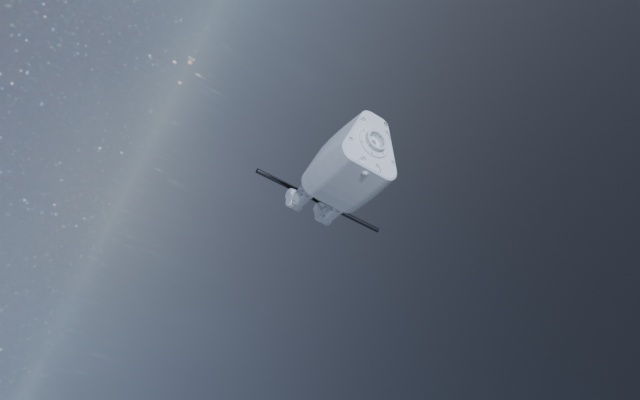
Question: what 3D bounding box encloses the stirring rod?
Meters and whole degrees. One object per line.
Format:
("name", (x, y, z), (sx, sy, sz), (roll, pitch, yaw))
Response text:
("stirring rod", (0.000, 0.003, 0.797), (0.239, 0.011, 0.011), (26, -10, -21))
